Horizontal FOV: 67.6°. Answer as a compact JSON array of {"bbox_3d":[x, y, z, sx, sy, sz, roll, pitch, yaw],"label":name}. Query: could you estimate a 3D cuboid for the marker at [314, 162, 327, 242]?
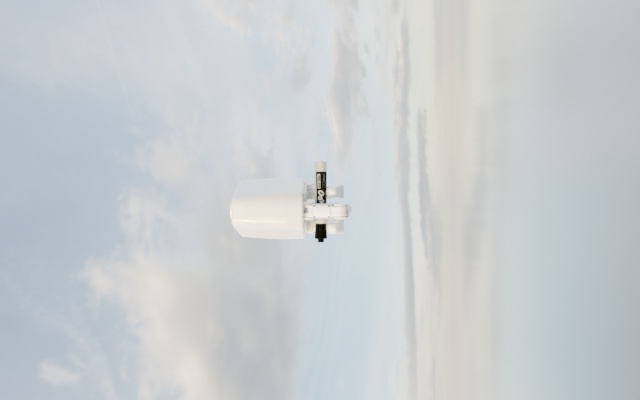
[{"bbox_3d":[0.000,0.002,0.718,0.020,0.121,0.020,0,1,0],"label":"marker"}]
